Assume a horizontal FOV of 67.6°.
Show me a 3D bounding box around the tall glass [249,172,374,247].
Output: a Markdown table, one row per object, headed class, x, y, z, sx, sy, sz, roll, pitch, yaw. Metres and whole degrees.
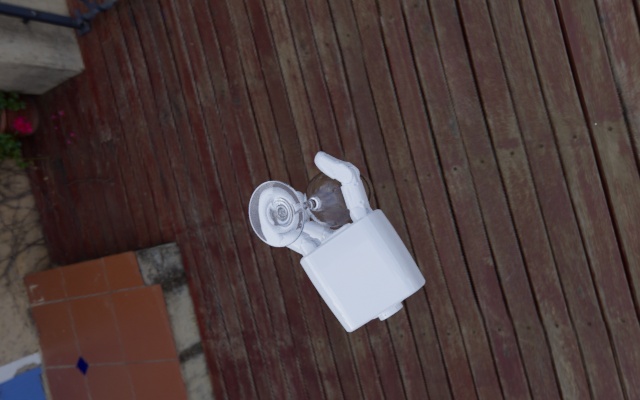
| class | x | y | z | sx | sy | sz | roll | pitch | yaw |
| --- | --- | --- | --- | --- | --- | --- | --- | --- | --- |
| tall glass | 0.000 | 0.002 | 0.609 | 0.079 | 0.079 | 0.201 | 0 | 8 | 30 |
